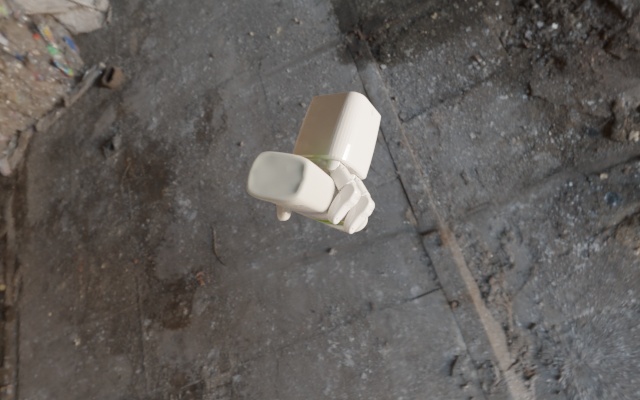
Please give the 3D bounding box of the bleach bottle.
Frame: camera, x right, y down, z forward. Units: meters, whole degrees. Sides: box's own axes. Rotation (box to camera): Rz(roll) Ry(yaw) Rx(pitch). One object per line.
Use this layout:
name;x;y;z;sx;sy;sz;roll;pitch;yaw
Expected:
bleach bottle;0.000;0.002;0.734;0.102;0.068;0.251;10;-12;31
